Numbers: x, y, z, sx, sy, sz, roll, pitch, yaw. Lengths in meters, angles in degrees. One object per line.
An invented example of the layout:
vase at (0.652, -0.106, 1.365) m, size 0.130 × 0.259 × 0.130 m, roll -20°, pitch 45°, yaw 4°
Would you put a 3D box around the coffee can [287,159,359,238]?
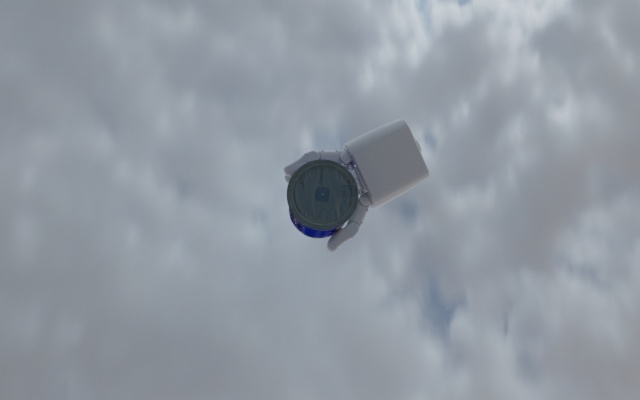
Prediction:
coffee can at (0.000, 0.003, 0.744) m, size 0.103 × 0.103 × 0.140 m, roll 0°, pitch -9°, yaw -3°
